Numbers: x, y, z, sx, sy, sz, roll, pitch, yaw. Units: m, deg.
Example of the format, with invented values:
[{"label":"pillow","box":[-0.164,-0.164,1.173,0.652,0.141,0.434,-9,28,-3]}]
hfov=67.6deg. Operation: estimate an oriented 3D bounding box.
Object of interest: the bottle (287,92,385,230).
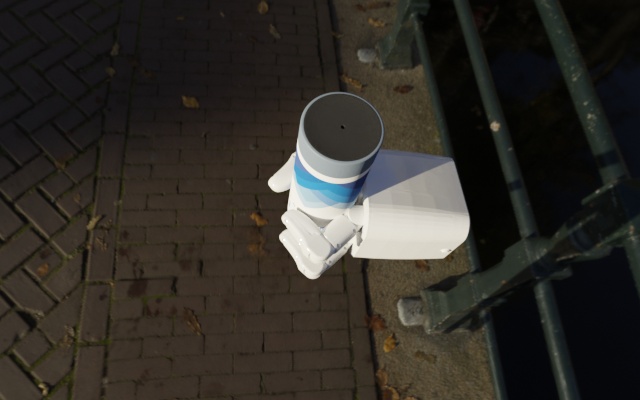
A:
[{"label":"bottle","box":[0.000,0.002,0.503,0.069,0.069,0.296,0,-24,-7]}]
